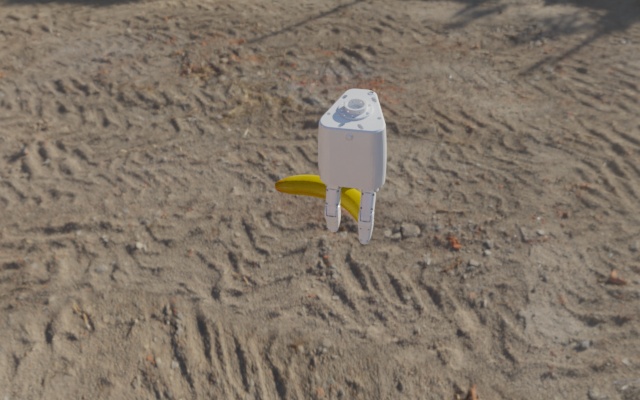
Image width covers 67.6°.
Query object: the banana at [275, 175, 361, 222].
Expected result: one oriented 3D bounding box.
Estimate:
[{"bbox_3d":[0.014,-0.007,0.812,0.197,0.037,0.069,28,55,26],"label":"banana"}]
